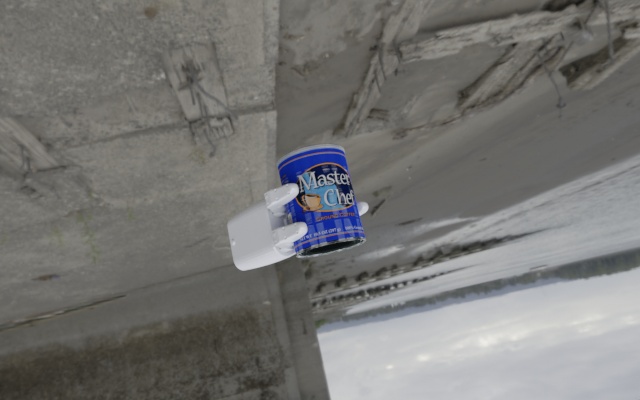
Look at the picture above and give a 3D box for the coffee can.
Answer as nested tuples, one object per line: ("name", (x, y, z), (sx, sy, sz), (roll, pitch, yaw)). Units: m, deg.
("coffee can", (0.000, 0.002, 0.690), (0.103, 0.140, 0.103), (-12, -13, -3))
